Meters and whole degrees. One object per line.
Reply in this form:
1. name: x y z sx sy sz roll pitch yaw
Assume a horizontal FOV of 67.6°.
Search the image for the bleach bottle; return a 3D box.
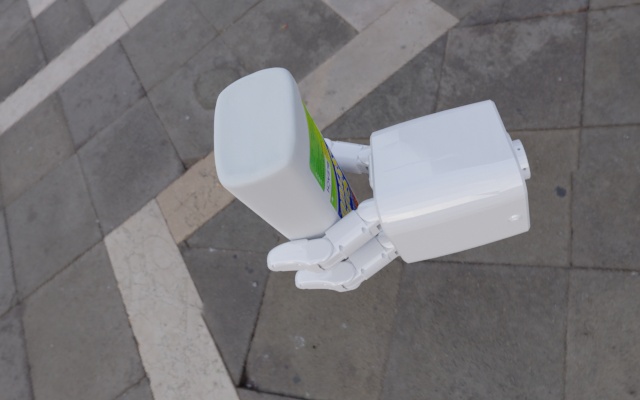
1. bleach bottle: 0.000 0.002 0.435 0.068 0.102 0.251 -17 -32 17
